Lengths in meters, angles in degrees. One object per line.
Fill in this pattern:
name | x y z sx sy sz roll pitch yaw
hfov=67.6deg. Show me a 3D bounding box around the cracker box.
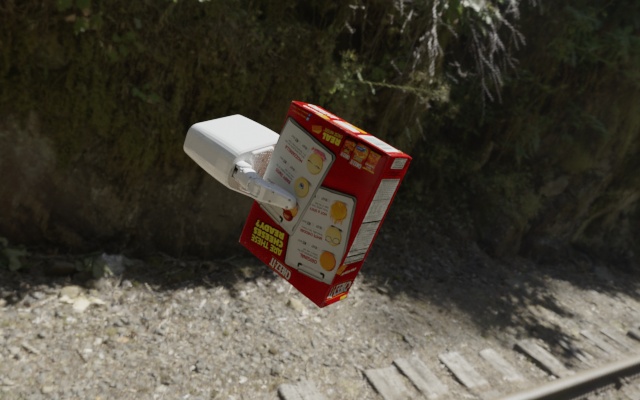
cracker box | 0.000 0.002 0.624 0.164 0.214 0.072 34 21 31
